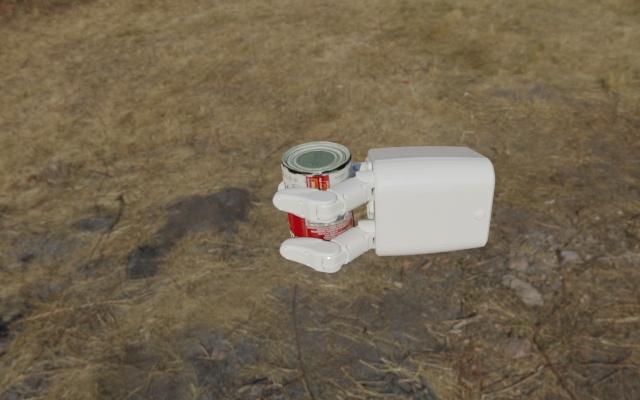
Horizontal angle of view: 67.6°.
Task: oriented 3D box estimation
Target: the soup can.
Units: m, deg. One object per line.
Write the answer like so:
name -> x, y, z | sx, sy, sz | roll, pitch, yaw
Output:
soup can -> 0.000, 0.001, 0.470 | 0.068, 0.102, 0.068 | -4, 31, 2
